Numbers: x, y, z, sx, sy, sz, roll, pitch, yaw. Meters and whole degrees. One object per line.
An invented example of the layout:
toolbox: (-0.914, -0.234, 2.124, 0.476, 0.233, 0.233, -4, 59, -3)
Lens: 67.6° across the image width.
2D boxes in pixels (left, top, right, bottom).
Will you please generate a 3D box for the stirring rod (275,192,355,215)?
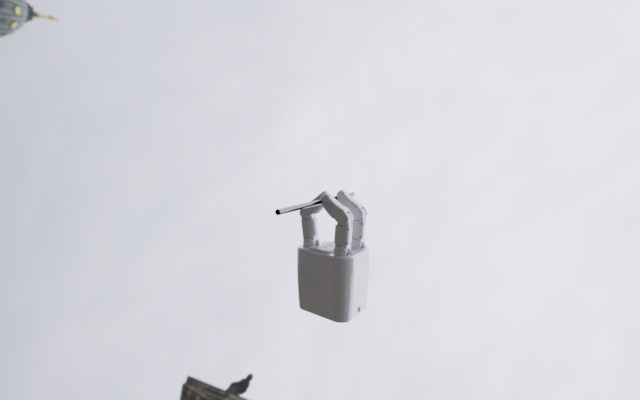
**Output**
stirring rod: (0.000, 0.002, 0.736, 0.011, 0.011, 0.239, 0, 6, 28)
